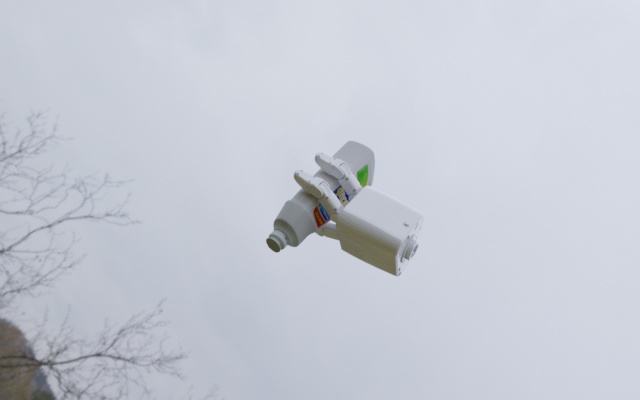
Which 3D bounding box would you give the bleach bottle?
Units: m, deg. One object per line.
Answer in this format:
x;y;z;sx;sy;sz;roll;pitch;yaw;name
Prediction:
0.000;0.002;0.795;0.068;0.103;0.250;27;50;23;bleach bottle
